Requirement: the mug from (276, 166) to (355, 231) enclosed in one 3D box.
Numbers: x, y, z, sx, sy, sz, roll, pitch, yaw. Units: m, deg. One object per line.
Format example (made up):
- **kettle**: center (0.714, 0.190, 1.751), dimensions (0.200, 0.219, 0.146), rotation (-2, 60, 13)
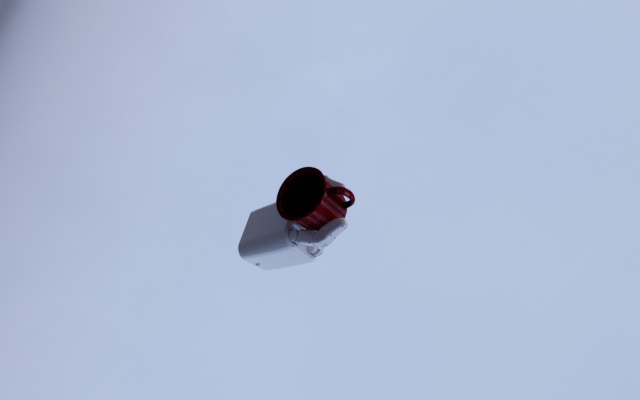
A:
- **mug**: center (0.001, 0.002, 0.755), dimensions (0.117, 0.093, 0.081), rotation (-15, -33, 29)
